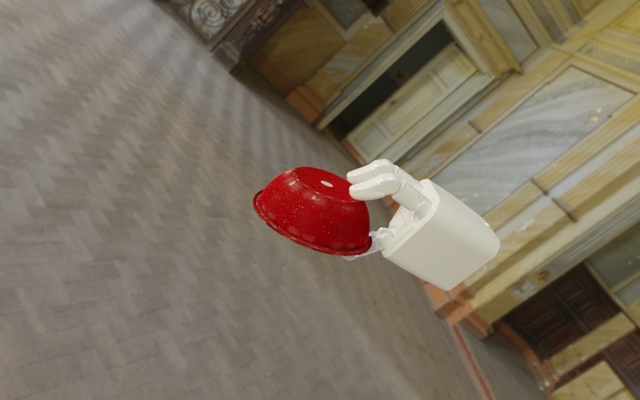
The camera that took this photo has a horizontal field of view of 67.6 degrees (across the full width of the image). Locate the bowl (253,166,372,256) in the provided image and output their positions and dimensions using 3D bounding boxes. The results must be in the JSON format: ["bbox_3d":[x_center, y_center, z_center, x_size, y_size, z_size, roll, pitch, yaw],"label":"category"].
[{"bbox_3d":[-0.001,0.001,0.596,0.162,0.055,0.162,19,21,-8],"label":"bowl"}]
